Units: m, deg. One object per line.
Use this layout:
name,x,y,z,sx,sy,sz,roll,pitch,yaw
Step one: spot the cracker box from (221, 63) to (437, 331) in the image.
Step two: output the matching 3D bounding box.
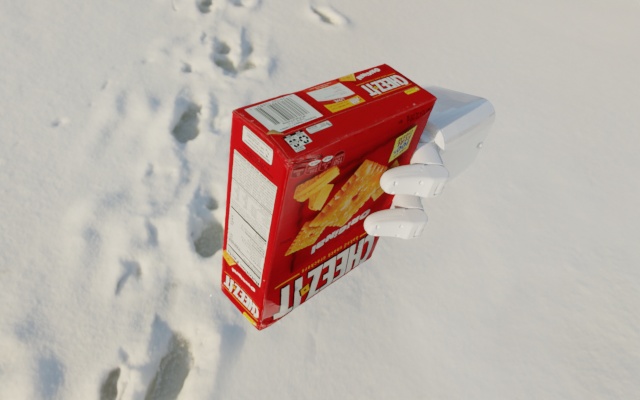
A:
cracker box,0.000,0.001,0.431,0.164,0.214,0.072,-27,56,-35
